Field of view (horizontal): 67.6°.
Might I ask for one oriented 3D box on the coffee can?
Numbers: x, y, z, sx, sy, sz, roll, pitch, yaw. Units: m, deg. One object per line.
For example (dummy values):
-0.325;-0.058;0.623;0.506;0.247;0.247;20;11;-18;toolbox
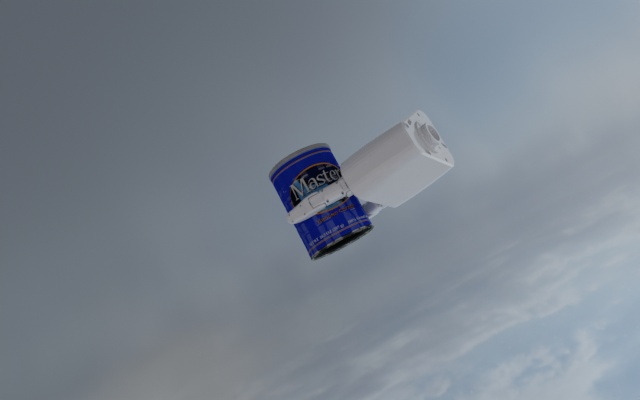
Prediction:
0.000;0.002;0.700;0.103;0.140;0.103;-27;-12;-6;coffee can
